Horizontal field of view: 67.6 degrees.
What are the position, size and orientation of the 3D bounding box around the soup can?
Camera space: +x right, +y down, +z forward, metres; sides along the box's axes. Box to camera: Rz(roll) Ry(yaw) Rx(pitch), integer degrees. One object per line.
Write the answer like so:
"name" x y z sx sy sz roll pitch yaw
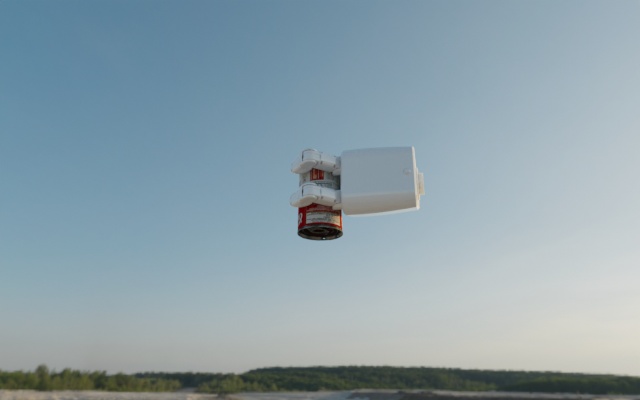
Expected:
"soup can" 0.000 0.002 0.721 0.068 0.102 0.068 1 -21 0
